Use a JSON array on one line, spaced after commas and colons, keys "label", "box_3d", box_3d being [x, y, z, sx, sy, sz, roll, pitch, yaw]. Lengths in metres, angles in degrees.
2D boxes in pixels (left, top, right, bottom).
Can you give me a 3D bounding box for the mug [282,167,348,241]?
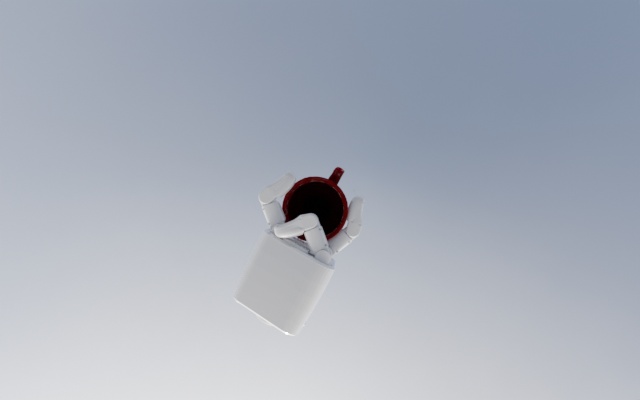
[{"label": "mug", "box_3d": [0.001, 0.001, 0.706, 0.093, 0.117, 0.081, 29, 1, 3]}]
